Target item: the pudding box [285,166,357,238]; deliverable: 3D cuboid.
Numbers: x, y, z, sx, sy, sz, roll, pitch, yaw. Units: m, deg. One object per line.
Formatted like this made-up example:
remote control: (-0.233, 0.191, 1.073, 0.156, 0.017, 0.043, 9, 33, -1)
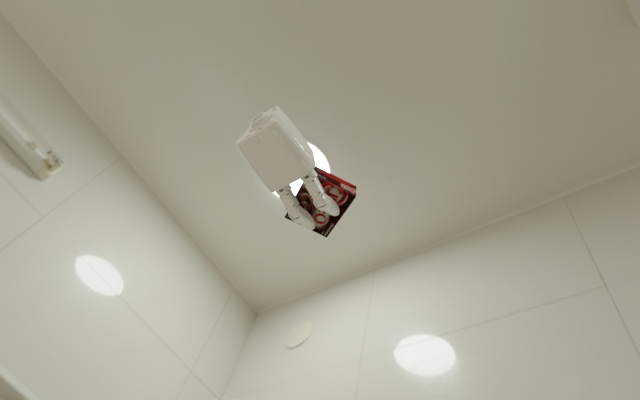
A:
pudding box: (0.000, 0.003, 0.862, 0.090, 0.113, 0.039, 26, 35, -10)
